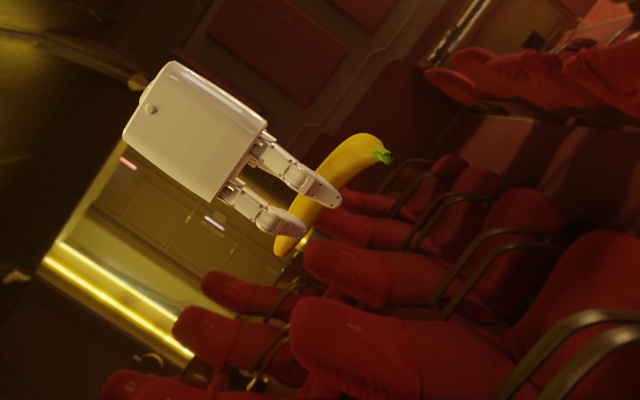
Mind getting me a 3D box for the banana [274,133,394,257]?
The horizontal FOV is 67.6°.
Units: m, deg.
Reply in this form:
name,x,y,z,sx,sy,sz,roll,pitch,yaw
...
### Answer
name,x,y,z,sx,sy,sz,roll,pitch,yaw
banana,0.006,-0.012,0.514,0.037,0.069,0.198,34,-51,-13
